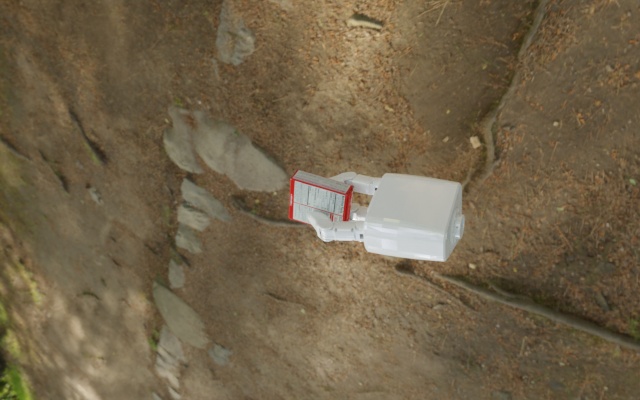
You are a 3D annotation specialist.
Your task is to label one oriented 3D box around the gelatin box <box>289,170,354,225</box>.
[{"bbox_3d":[0.000,0.002,0.689,0.089,0.073,0.030,16,38,15],"label":"gelatin box"}]
